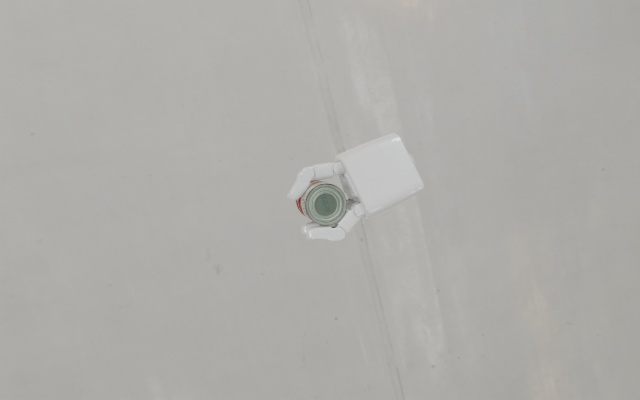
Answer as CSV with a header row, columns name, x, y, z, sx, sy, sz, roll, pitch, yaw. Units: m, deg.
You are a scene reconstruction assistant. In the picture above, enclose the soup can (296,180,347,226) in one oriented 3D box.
name,x,y,z,sx,sy,sz,roll,pitch,yaw
soup can,0.000,0.003,0.784,0.068,0.068,0.102,0,5,-11
